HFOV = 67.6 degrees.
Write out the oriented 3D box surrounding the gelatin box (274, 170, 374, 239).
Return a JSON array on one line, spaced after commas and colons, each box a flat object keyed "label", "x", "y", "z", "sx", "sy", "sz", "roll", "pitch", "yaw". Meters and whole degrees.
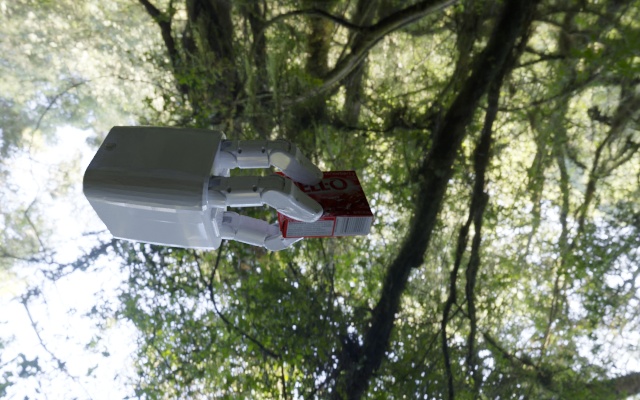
[{"label": "gelatin box", "x": 0.000, "y": 0.002, "z": 0.475, "sx": 0.089, "sy": 0.030, "sz": 0.073, "roll": -1, "pitch": 40, "yaw": -14}]
